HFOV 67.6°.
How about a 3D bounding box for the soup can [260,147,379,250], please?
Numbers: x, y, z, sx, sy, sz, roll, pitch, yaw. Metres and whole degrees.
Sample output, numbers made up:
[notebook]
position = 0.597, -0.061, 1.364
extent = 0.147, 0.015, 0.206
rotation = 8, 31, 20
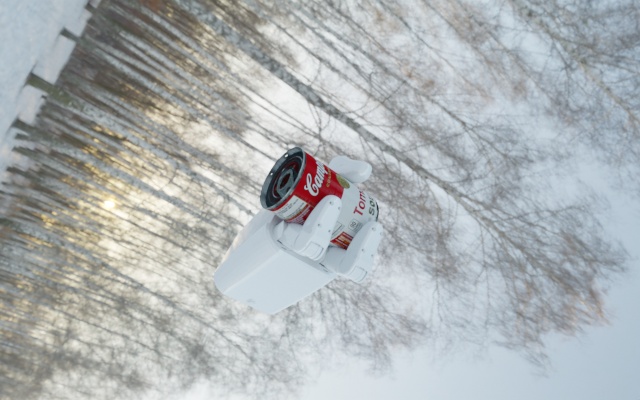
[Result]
[soup can]
position = 0.001, 0.001, 0.478
extent = 0.102, 0.068, 0.068
rotation = 32, -16, -28
